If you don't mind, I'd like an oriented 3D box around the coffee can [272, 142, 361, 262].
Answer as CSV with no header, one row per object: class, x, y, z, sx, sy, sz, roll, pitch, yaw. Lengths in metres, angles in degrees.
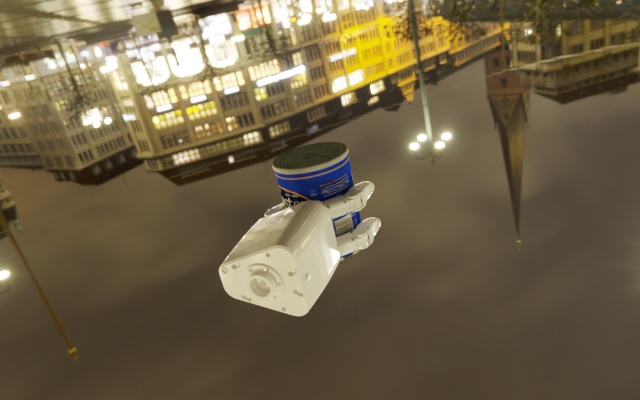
coffee can,0.000,0.002,0.659,0.103,0.140,0.102,-11,22,5
